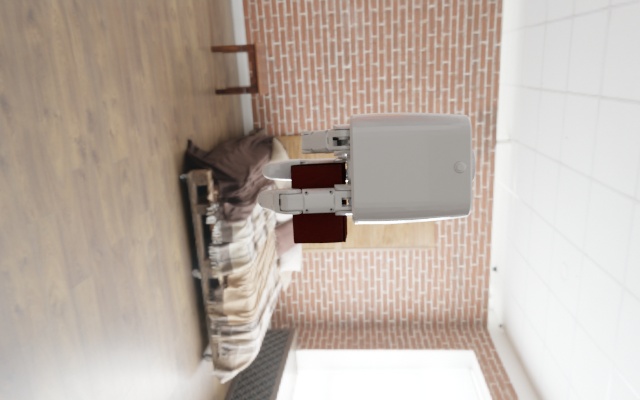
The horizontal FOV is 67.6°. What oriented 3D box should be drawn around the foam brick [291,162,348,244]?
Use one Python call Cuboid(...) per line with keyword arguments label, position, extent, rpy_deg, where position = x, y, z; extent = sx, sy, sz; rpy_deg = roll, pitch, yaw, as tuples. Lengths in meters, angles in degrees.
Cuboid(label="foam brick", position=(0.000, 0.002, 0.473), extent=(0.051, 0.078, 0.053), rpy_deg=(-1, 5, 4))
